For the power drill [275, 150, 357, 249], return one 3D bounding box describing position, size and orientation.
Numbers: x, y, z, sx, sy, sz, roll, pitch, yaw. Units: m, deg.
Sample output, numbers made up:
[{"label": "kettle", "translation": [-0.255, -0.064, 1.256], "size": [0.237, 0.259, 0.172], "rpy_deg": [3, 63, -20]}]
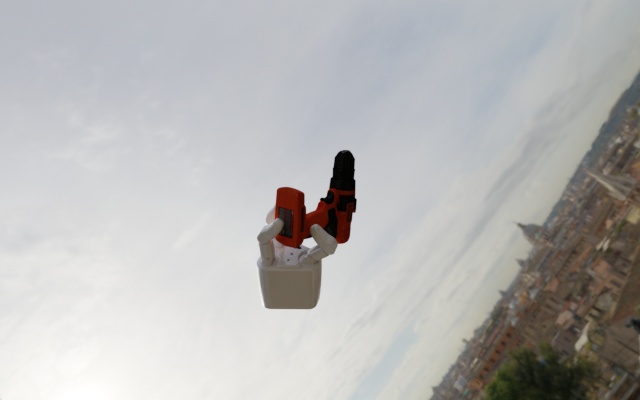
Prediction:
[{"label": "power drill", "translation": [0.000, 0.003, 0.872], "size": [0.057, 0.184, 0.187], "rpy_deg": [12, 15, 38]}]
